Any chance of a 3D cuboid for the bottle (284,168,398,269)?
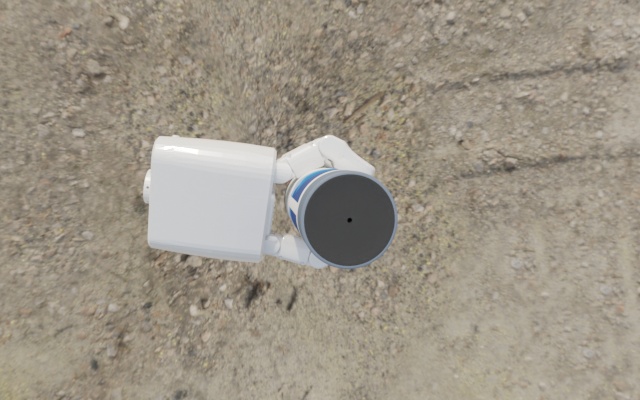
[{"bbox_3d":[0.000,0.002,0.463,0.069,0.069,0.295,0,5,-8],"label":"bottle"}]
